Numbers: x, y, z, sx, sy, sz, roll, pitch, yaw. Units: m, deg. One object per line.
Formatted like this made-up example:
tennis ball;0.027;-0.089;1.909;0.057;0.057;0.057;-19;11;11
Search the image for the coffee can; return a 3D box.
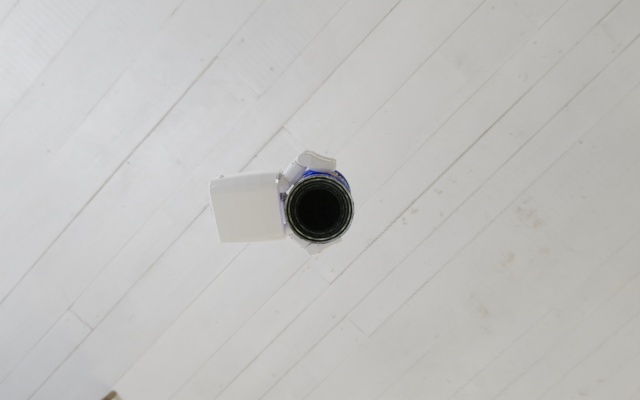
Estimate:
coffee can;0.000;0.003;0.759;0.103;0.103;0.140;0;9;1
